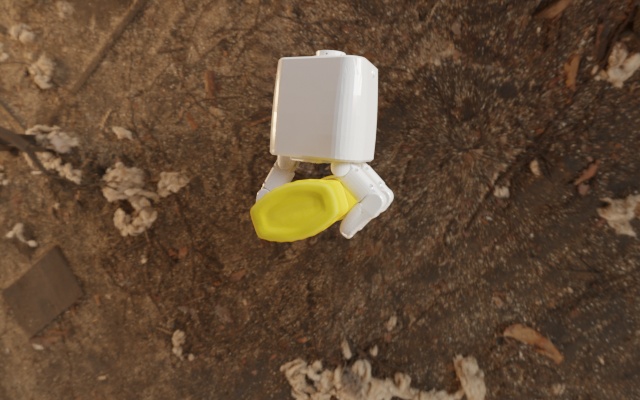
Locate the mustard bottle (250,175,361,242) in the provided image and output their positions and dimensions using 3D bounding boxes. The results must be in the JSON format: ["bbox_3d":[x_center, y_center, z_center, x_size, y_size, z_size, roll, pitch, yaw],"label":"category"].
[{"bbox_3d":[0.000,0.002,0.558,0.096,0.058,0.191,-19,0,18],"label":"mustard bottle"}]
